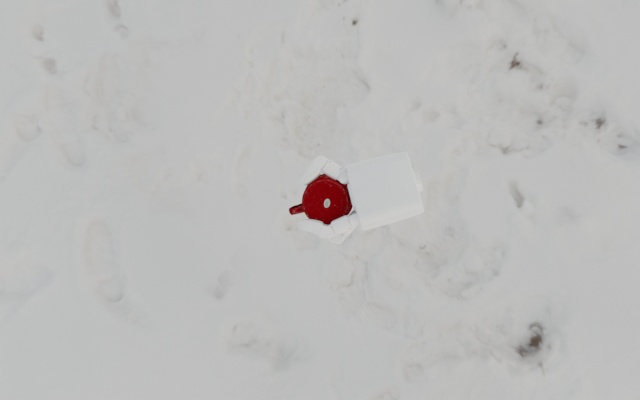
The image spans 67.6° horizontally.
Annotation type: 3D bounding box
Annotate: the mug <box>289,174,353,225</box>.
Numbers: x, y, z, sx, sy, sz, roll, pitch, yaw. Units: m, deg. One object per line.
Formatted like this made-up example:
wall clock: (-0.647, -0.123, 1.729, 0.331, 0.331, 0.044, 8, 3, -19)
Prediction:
mug: (-0.001, 0.003, 0.840, 0.117, 0.093, 0.081, -14, 4, 6)
